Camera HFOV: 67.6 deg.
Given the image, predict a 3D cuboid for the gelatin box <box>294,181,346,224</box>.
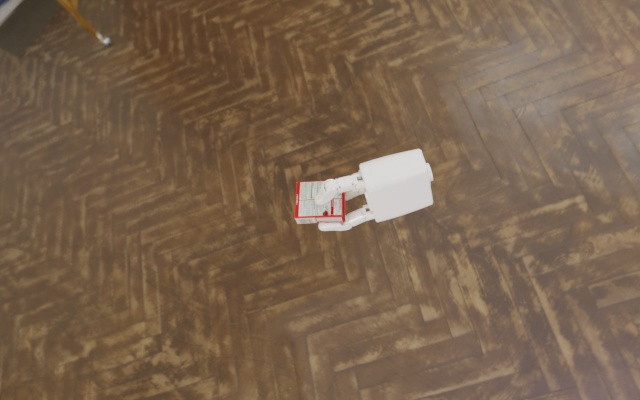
[{"bbox_3d":[0.000,0.003,0.853,0.089,0.073,0.030,-2,-26,8],"label":"gelatin box"}]
